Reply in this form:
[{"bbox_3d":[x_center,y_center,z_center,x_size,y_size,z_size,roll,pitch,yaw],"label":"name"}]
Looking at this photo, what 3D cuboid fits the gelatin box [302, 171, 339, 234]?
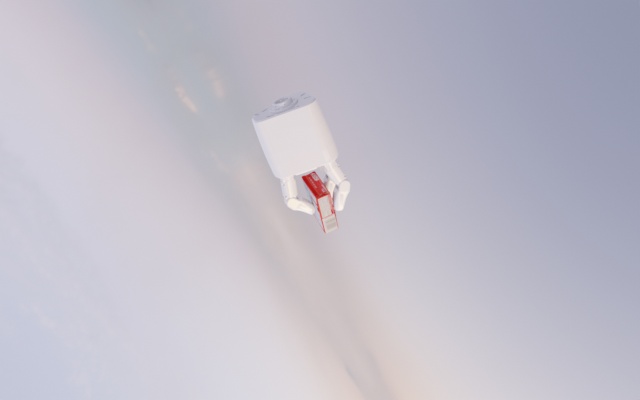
[{"bbox_3d":[0.000,0.003,0.858,0.030,0.089,0.073,-22,41,-10],"label":"gelatin box"}]
